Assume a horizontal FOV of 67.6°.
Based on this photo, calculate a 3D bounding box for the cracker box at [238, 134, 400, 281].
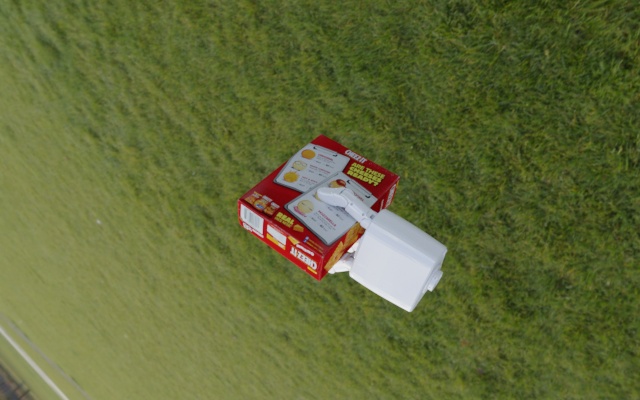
[{"bbox_3d":[0.000,0.002,0.764,0.164,0.072,0.213,32,51,20],"label":"cracker box"}]
